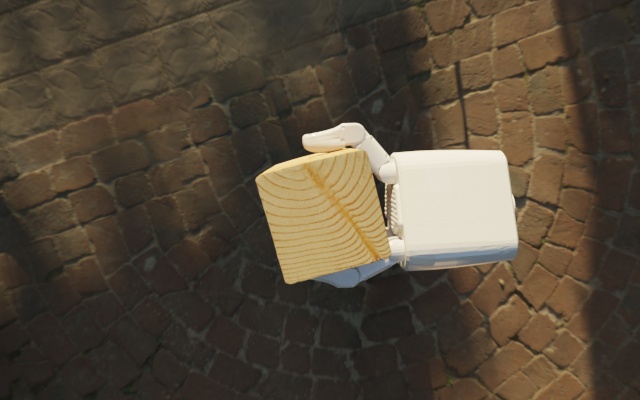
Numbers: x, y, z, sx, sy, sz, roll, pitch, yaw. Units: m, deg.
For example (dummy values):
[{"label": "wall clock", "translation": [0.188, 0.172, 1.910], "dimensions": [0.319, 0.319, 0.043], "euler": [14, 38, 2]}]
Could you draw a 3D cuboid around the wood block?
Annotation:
[{"label": "wood block", "translation": [0.000, 0.001, 0.471], "dimensions": [0.090, 0.091, 0.206], "euler": [-15, 7, 0]}]
